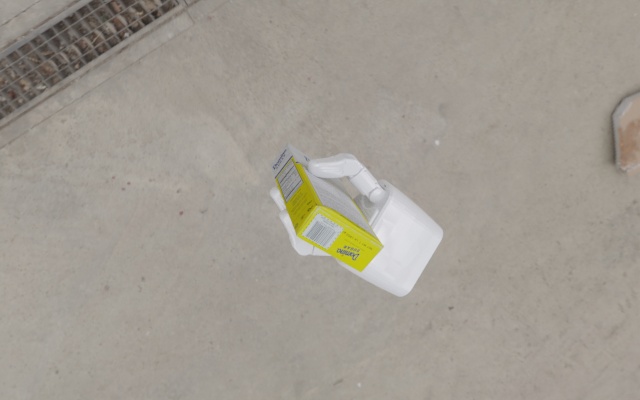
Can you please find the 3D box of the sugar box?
[{"bbox_3d":[0.000,0.002,0.555,0.093,0.048,0.176,33,12,-27],"label":"sugar box"}]
